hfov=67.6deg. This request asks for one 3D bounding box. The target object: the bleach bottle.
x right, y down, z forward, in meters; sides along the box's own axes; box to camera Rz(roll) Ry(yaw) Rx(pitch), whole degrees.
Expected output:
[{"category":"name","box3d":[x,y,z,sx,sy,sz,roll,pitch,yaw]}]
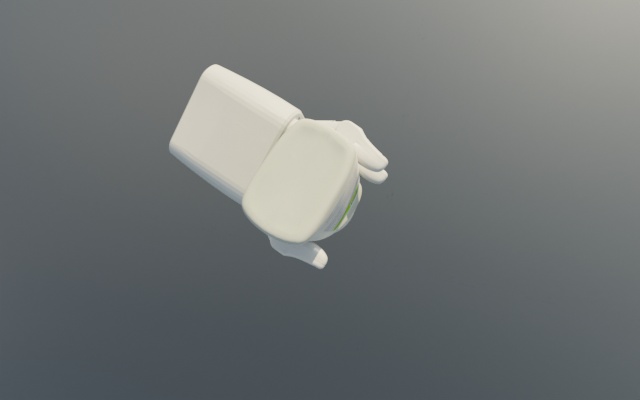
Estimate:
[{"category":"bleach bottle","box3d":[0.000,0.002,0.493,0.068,0.102,0.251,32,-4,11]}]
